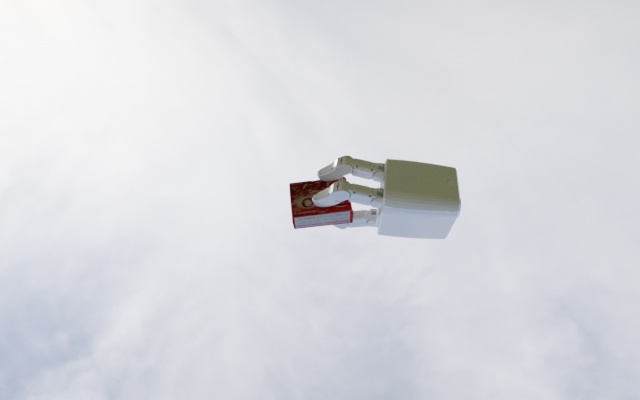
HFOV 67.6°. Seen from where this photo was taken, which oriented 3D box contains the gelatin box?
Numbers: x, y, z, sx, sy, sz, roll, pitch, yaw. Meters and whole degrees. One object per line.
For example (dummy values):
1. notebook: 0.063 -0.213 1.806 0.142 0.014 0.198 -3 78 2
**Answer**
1. gelatin box: 0.000 0.003 0.710 0.089 0.073 0.030 -7 -44 -2
